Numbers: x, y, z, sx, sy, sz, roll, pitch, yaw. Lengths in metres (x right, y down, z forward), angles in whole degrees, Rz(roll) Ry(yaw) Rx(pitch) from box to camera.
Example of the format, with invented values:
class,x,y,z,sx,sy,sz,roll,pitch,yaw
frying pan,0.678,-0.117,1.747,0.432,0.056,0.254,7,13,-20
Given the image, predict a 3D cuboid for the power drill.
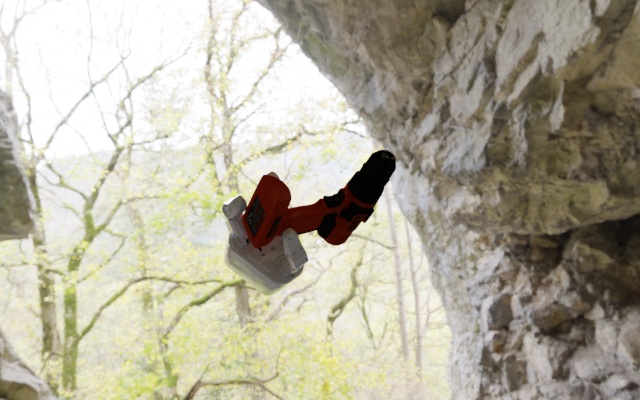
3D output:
class,x,y,z,sx,sy,sz,roll,pitch,yaw
power drill,0.000,0.002,0.657,0.187,0.057,0.184,-2,-42,-35
